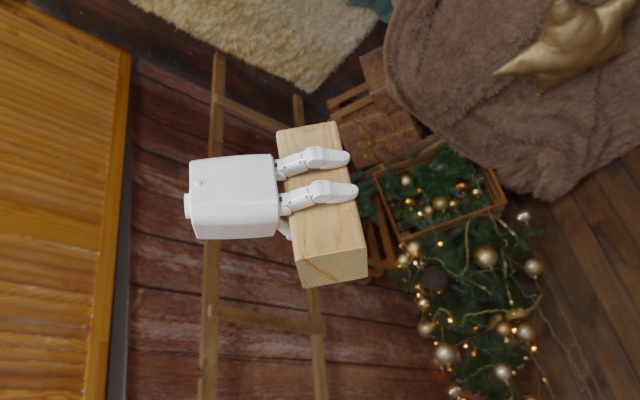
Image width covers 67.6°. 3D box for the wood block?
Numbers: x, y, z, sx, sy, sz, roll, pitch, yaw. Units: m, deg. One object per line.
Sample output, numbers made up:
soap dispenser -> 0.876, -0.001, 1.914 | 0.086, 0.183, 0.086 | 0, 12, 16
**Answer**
wood block -> 0.000, 0.002, 0.656 | 0.090, 0.206, 0.091 | -10, -33, -1
